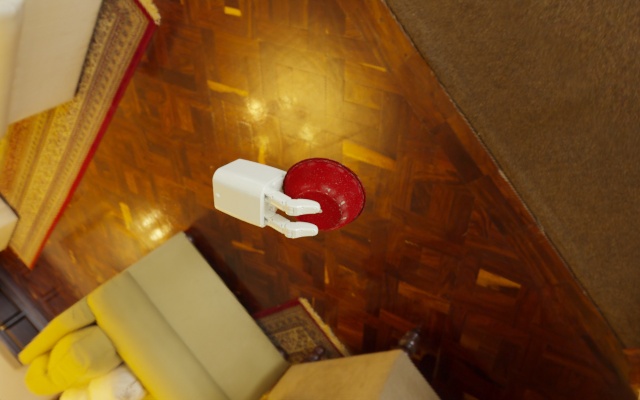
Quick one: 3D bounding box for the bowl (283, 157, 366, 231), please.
[{"bbox_3d":[0.001,0.003,0.876,0.162,0.162,0.055,0,37,17],"label":"bowl"}]
